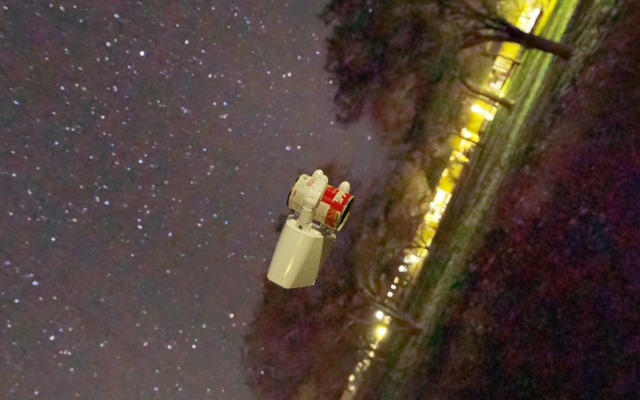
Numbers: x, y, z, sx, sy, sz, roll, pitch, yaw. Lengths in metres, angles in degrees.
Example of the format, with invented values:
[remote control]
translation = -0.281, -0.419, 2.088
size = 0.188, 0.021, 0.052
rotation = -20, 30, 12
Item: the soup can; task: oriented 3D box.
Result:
[soup can]
translation = 0.000, 0.002, 0.846
size = 0.102, 0.068, 0.068
rotation = 25, 6, 12
